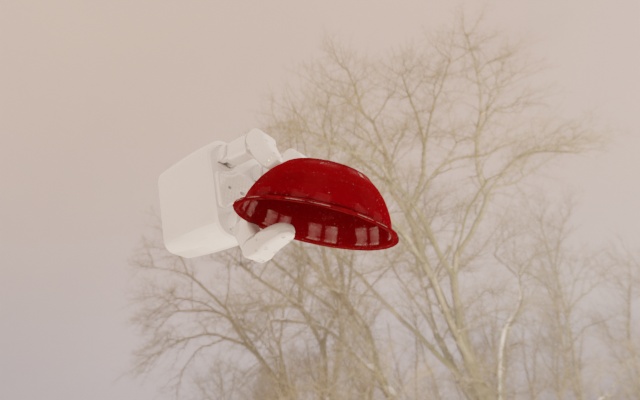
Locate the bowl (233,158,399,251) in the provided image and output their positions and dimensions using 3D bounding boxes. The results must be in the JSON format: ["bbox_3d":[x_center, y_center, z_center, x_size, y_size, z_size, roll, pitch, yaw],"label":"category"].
[{"bbox_3d":[0.001,0.001,0.466,0.162,0.055,0.162,12,-16,3],"label":"bowl"}]
